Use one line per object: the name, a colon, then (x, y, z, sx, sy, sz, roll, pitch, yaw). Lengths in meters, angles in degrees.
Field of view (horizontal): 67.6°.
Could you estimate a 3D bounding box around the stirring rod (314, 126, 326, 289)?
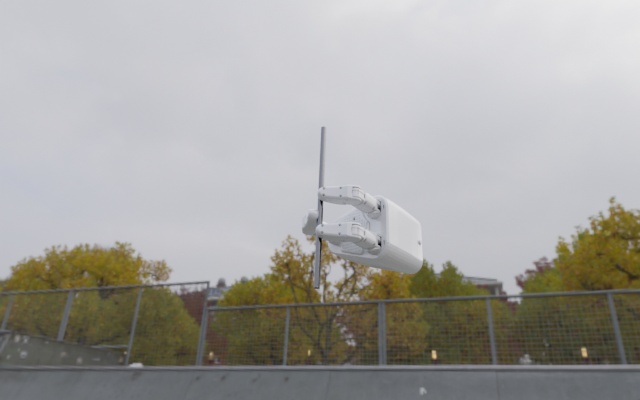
stirring rod: (0.000, 0.002, 0.658, 0.011, 0.239, 0.011, 2, -24, 1)
